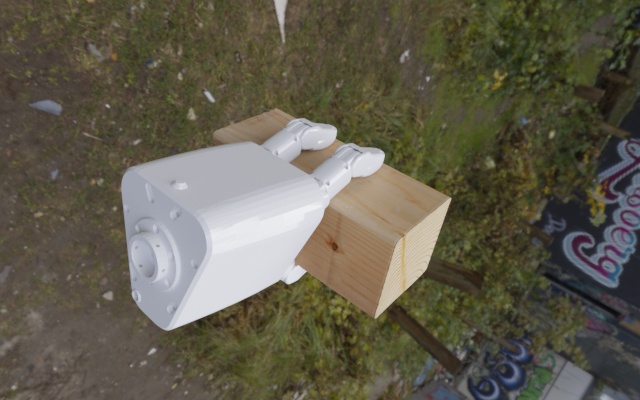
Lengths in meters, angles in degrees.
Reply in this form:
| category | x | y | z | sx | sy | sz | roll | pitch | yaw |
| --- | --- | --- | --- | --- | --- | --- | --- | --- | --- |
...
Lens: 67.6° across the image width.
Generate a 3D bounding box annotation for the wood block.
| category | x | y | z | sx | sy | sz | roll | pitch | yaw |
| --- | --- | --- | --- | --- | --- | --- | --- | --- | --- |
| wood block | 0.000 | 0.002 | 0.448 | 0.206 | 0.091 | 0.090 | 31 | 42 | 28 |
